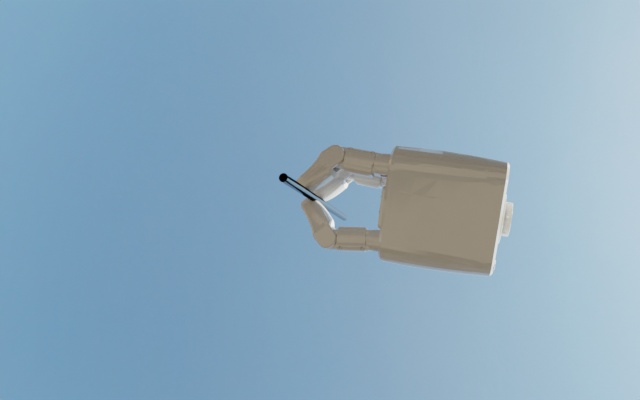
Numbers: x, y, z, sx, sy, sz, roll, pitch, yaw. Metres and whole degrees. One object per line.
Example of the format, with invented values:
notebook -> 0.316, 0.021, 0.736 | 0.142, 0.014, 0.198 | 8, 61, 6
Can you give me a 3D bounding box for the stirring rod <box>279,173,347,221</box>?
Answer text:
stirring rod -> 0.000, 0.002, 0.520 | 0.011, 0.011, 0.239 | 0, -10, 16
